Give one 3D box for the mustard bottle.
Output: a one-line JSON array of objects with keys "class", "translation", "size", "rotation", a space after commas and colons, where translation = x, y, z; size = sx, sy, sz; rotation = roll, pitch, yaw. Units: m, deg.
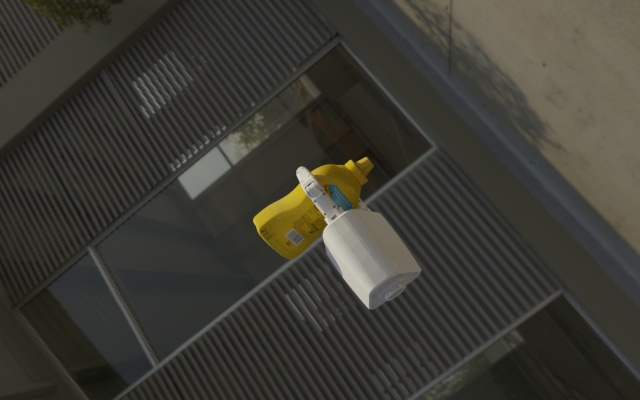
[{"class": "mustard bottle", "translation": [0.000, 0.002, 0.714], "size": [0.096, 0.191, 0.058], "rotation": [47, 7, -41]}]
